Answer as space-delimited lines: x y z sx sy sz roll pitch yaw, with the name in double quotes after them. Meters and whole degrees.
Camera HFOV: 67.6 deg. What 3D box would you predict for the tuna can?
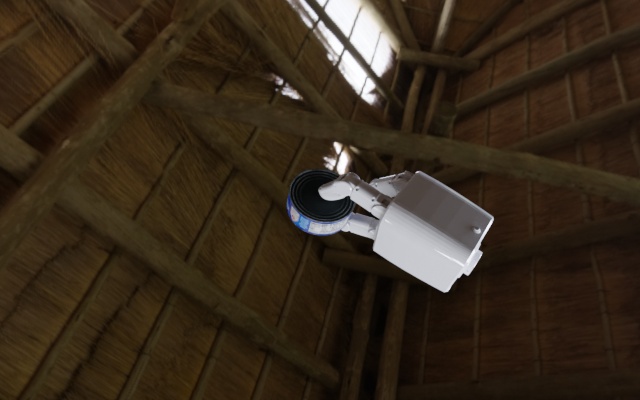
0.000 0.002 0.614 0.086 0.086 0.034 0 -37 -13 "tuna can"
